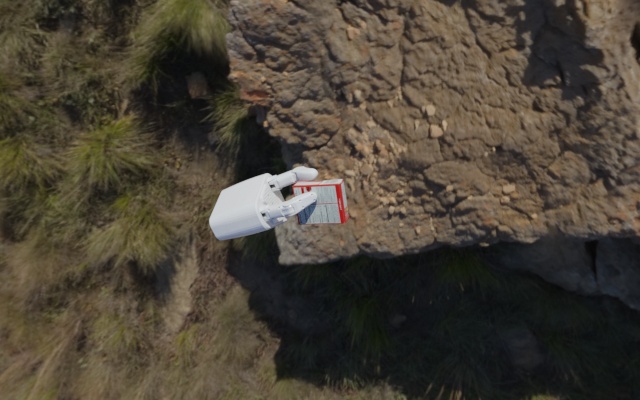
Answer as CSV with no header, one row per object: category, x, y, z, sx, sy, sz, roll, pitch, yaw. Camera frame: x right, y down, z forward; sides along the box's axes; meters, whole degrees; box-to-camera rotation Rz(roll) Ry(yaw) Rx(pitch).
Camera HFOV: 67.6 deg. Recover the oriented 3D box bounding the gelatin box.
gelatin box,0.000,0.003,0.828,0.089,0.073,0.030,-2,20,20
